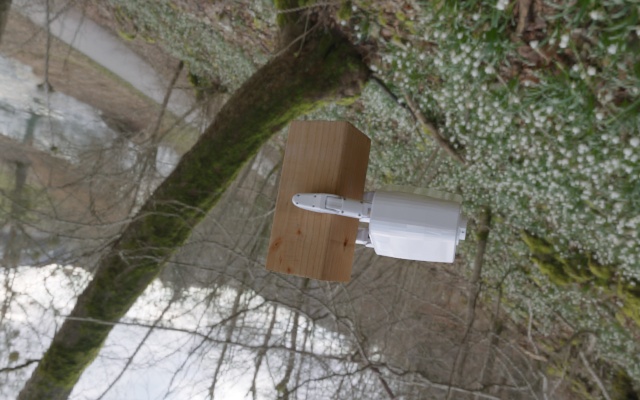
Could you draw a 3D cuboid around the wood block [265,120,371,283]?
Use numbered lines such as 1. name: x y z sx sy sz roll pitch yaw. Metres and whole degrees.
1. wood block: 0.000 0.002 0.657 0.090 0.206 0.091 6 -8 28
